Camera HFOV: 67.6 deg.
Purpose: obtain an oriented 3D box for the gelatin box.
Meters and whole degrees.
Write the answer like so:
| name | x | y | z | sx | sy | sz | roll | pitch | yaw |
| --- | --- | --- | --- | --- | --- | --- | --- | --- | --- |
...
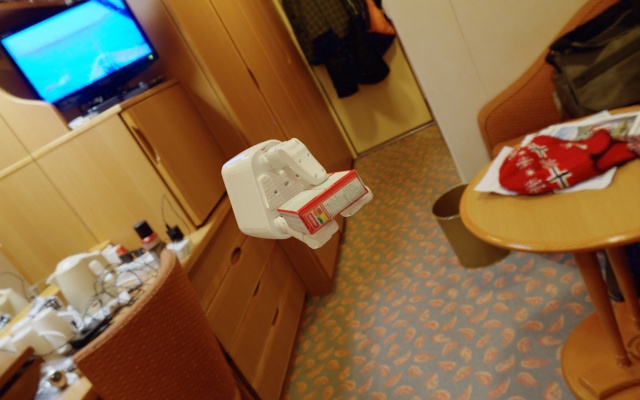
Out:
| name | x | y | z | sx | sy | sz | roll | pitch | yaw |
| --- | --- | --- | --- | --- | --- | --- | --- | --- | --- |
| gelatin box | 0.000 | 0.001 | 0.498 | 0.073 | 0.030 | 0.089 | -36 | 11 | -15 |
